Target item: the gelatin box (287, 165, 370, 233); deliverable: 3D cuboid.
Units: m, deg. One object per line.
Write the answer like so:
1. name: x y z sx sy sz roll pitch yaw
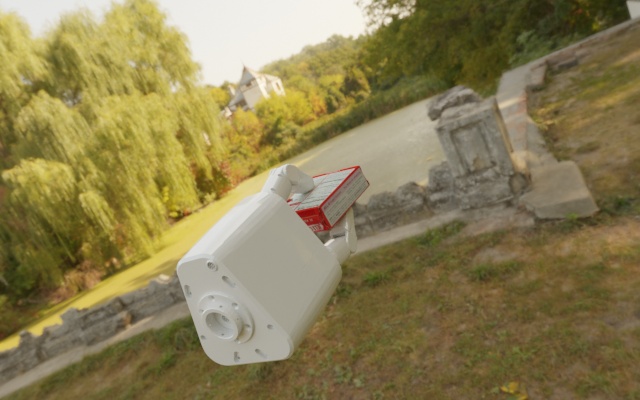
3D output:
1. gelatin box: 0.000 0.001 0.511 0.073 0.030 0.089 -12 25 42
